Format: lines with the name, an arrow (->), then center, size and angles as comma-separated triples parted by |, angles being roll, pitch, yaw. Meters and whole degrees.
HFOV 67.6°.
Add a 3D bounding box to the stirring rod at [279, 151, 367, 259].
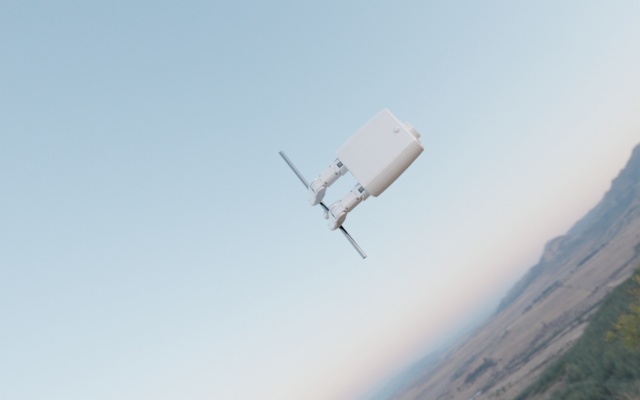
stirring rod -> 0.000, 0.003, 0.796 | 0.011, 0.239, 0.011 | -33, -22, -15
